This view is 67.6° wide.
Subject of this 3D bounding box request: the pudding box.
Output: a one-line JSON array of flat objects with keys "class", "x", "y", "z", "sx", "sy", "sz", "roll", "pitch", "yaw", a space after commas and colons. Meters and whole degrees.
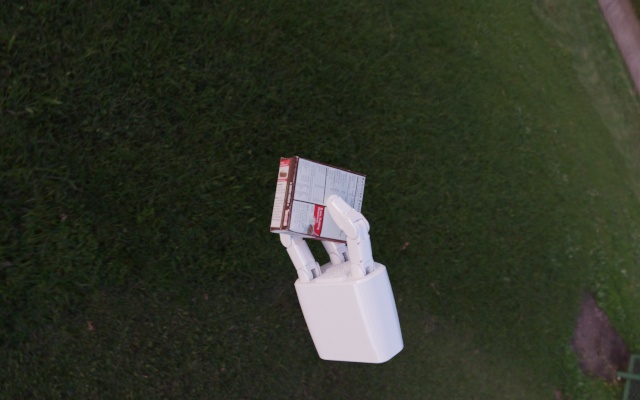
[{"class": "pudding box", "x": 0.000, "y": 0.002, "z": 0.579, "sx": 0.113, "sy": 0.090, "sz": 0.039, "roll": 13, "pitch": -10, "yaw": -38}]
